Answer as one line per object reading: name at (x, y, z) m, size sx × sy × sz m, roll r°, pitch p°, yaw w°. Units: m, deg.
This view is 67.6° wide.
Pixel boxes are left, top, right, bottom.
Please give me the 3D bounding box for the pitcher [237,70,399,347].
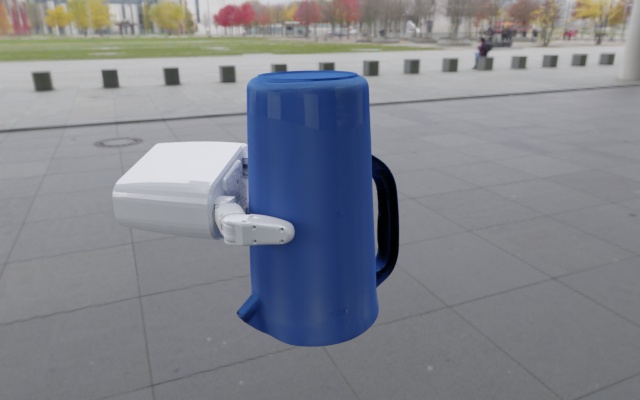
pitcher at (0.000, 0.002, 0.464) m, size 0.145 × 0.243 × 0.149 m, roll 4°, pitch 20°, yaw 14°
